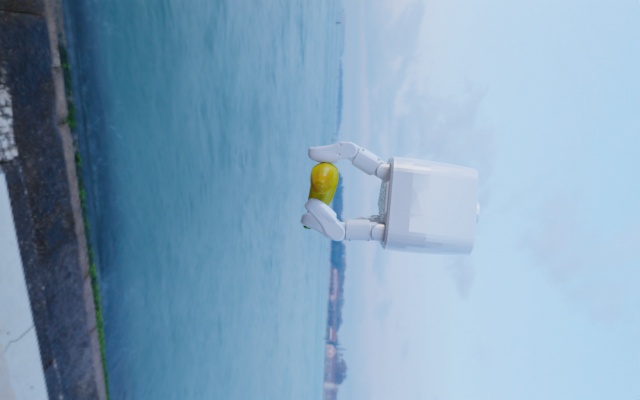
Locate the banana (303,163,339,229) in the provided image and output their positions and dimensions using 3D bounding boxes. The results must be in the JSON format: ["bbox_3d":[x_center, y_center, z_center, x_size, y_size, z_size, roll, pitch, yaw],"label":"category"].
[{"bbox_3d":[0.003,-0.015,0.634,0.037,0.069,0.198,10,-18,-1],"label":"banana"}]
